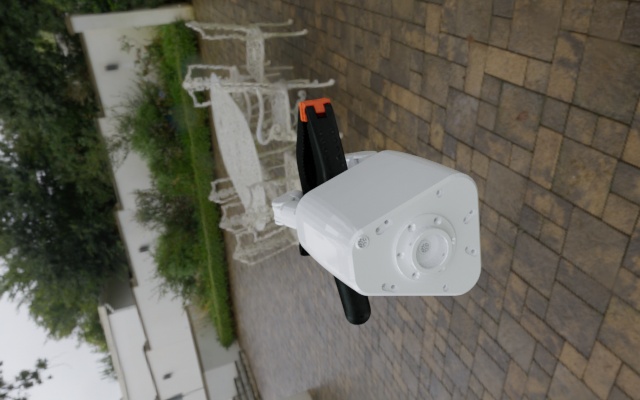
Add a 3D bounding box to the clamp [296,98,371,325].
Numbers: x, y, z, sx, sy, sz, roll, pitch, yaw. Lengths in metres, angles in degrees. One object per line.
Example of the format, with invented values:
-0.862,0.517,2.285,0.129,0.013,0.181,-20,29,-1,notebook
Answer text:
-0.001,0.001,0.492,0.036,0.210,0.164,-13,17,-18,clamp
